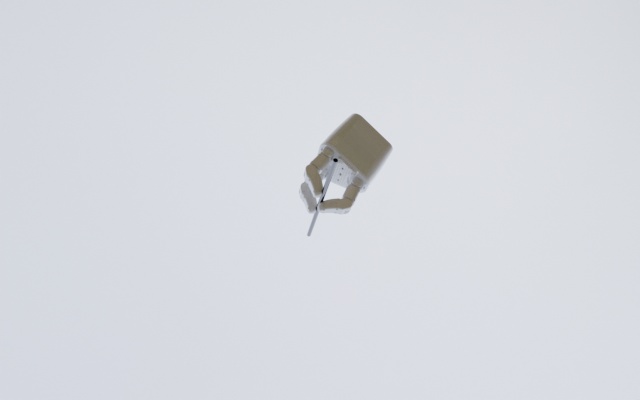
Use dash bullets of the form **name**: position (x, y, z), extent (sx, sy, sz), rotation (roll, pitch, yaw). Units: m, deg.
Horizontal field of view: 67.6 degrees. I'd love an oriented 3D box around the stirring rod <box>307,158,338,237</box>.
- **stirring rod**: position (0.000, 0.003, 0.819), extent (0.011, 0.011, 0.240), rotation (0, -32, -13)
